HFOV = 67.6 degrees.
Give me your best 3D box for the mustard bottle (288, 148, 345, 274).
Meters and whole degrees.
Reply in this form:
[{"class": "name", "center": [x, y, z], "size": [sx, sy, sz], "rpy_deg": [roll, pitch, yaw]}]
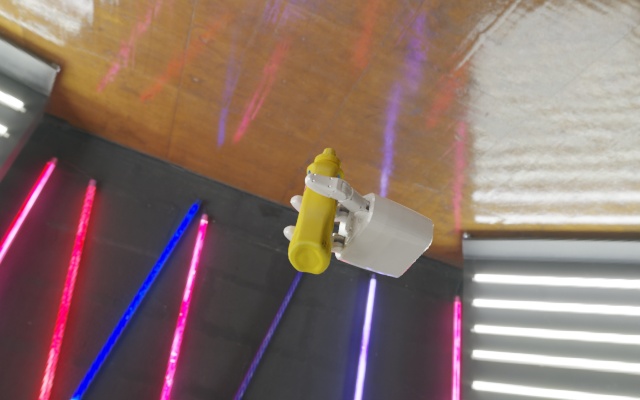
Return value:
[{"class": "mustard bottle", "center": [0.000, 0.002, 0.694], "size": [0.058, 0.191, 0.096], "rpy_deg": [8, -32, 6]}]
